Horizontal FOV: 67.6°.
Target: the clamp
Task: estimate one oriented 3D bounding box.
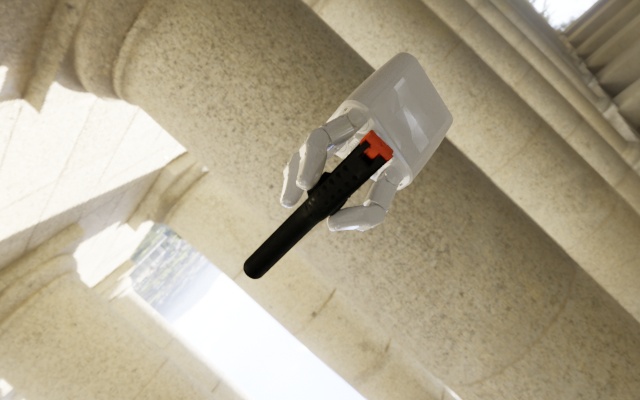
[{"bbox_3d":[0.001,0.002,0.470,0.164,0.036,0.210,-48,3,-28],"label":"clamp"}]
